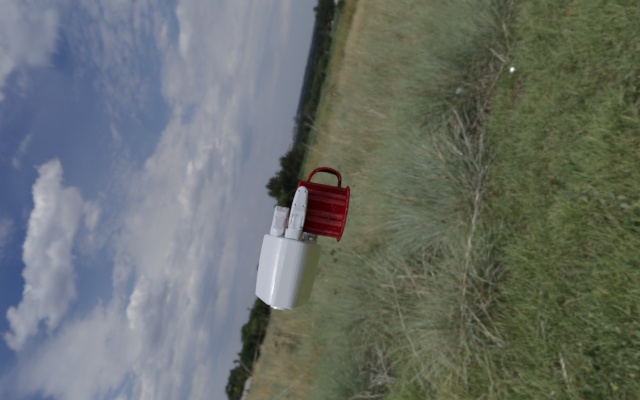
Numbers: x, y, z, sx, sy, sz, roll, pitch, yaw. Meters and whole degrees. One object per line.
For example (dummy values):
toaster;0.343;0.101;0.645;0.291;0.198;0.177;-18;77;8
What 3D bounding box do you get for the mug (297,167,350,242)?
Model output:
mug;0.000;0.001;0.772;0.081;0.117;0.093;11;-7;-4
